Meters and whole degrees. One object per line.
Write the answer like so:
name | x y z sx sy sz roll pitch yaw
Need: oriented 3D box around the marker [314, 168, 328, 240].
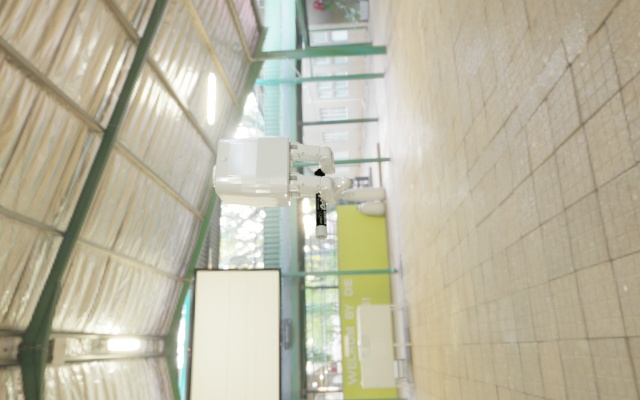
marker | 0.000 0.002 0.741 0.020 0.121 0.020 -1 -29 -1
